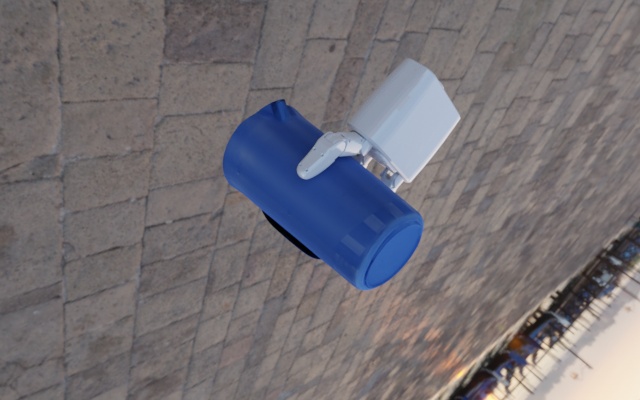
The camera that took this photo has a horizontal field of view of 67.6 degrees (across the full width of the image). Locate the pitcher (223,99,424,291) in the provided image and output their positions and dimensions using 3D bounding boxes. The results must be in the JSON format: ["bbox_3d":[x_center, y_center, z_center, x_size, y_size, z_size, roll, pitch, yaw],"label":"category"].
[{"bbox_3d":[0.000,0.002,0.586,0.242,0.145,0.149,40,2,31],"label":"pitcher"}]
